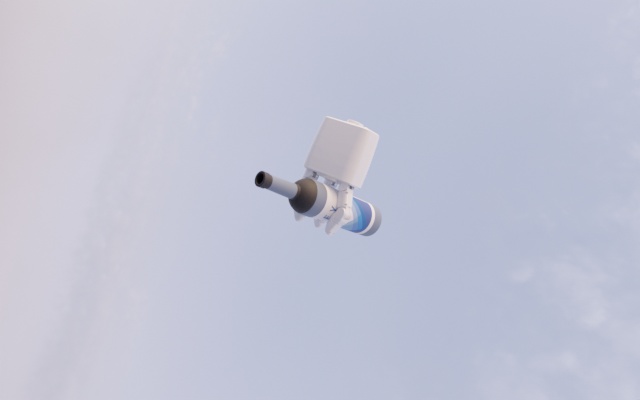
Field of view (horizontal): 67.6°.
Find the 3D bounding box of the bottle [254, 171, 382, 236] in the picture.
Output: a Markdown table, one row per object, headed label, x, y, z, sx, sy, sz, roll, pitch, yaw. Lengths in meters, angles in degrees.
| label | x | y | z | sx | sy | sz | roll | pitch | yaw |
| --- | --- | --- | --- | --- | --- | --- | --- | --- | --- |
| bottle | 0.000 | 0.003 | 0.876 | 0.069 | 0.069 | 0.296 | 0 | -15 | 44 |
